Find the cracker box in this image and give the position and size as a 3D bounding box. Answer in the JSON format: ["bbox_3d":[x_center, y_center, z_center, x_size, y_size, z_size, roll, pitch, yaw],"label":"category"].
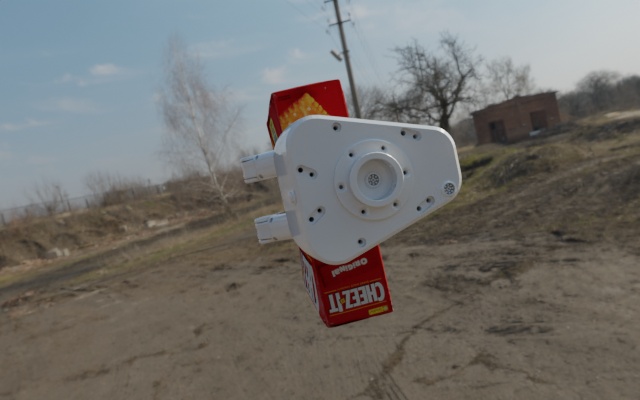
[{"bbox_3d":[0.000,0.001,0.494,0.072,0.214,0.164,-13,3,-7],"label":"cracker box"}]
